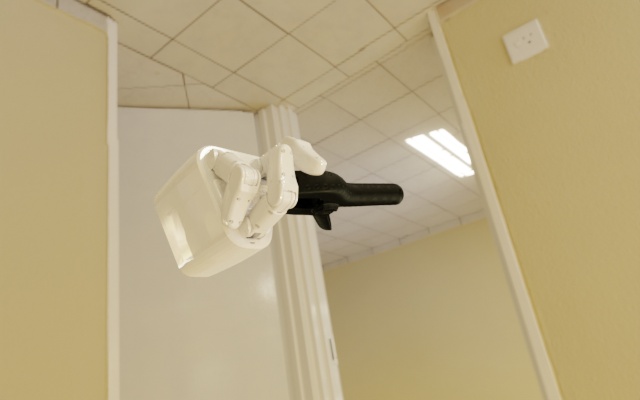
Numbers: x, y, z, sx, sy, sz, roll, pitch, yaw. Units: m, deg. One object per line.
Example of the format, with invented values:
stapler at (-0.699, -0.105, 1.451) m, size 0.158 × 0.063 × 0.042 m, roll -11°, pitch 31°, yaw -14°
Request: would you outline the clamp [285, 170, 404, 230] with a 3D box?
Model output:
clamp at (0.000, 0.002, 0.535) m, size 0.171 × 0.039 × 0.120 m, roll 12°, pitch -35°, yaw -42°
